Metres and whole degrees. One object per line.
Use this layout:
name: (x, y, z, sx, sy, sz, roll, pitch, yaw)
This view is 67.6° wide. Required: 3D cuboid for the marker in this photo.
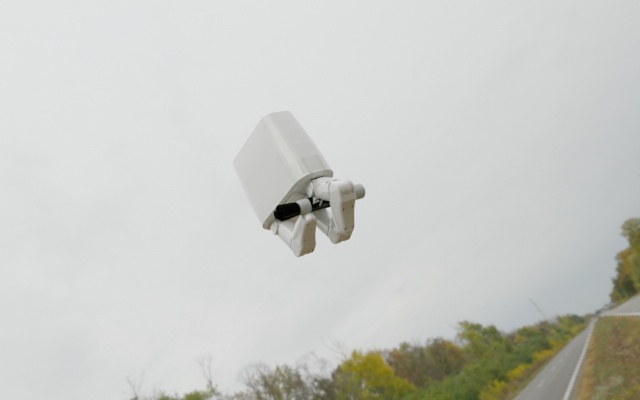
marker: (0.000, 0.002, 0.549, 0.121, 0.020, 0.020, -15, 8, -32)
